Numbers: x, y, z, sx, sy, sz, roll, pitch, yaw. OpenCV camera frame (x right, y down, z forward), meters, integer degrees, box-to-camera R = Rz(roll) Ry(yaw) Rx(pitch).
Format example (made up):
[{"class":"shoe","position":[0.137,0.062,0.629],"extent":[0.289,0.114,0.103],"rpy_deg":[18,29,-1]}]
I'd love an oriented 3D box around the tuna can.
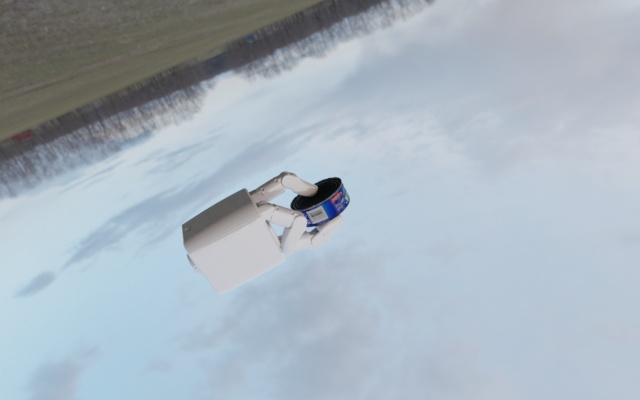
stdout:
[{"class":"tuna can","position":[0.000,0.003,0.708],"extent":[0.086,0.034,0.086],"rpy_deg":[-25,21,11]}]
